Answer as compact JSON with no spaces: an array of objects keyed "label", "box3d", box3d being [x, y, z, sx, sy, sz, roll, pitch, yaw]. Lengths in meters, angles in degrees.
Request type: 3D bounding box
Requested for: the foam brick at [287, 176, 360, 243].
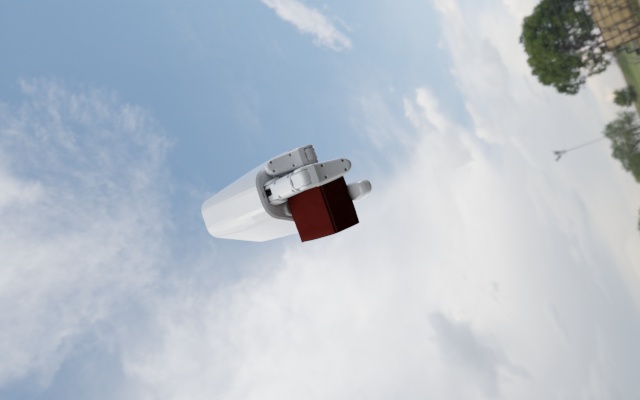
[{"label":"foam brick","box3d":[0.000,0.002,0.540,0.051,0.078,0.053,-22,-4,35]}]
